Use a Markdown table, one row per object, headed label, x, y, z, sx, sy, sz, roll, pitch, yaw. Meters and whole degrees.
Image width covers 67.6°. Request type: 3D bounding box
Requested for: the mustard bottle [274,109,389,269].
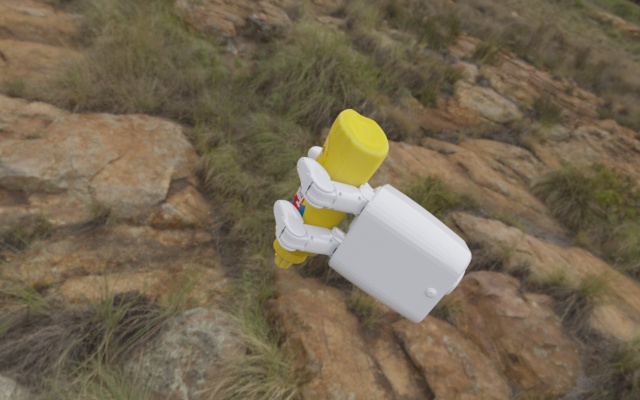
| label | x | y | z | sx | sy | sz | roll | pitch | yaw |
| --- | --- | --- | --- | --- | --- | --- | --- | --- | --- |
| mustard bottle | 0.000 | 0.001 | 0.514 | 0.058 | 0.192 | 0.096 | 24 | 28 | -14 |
